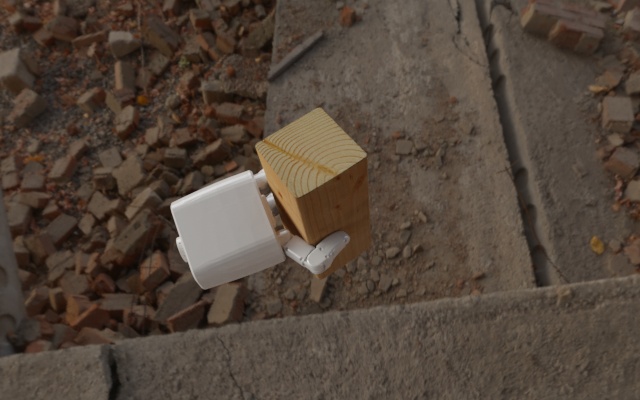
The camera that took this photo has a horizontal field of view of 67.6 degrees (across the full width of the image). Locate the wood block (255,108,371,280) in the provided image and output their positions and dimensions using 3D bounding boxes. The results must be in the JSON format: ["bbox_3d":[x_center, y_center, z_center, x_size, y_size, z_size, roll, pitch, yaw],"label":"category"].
[{"bbox_3d":[0.000,0.002,0.588,0.090,0.090,0.206,-32,-30,-13],"label":"wood block"}]
